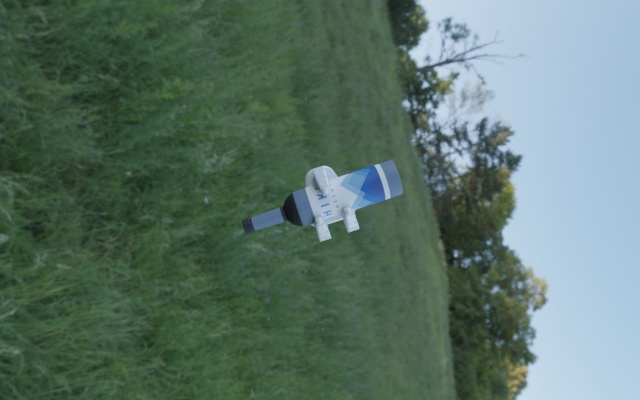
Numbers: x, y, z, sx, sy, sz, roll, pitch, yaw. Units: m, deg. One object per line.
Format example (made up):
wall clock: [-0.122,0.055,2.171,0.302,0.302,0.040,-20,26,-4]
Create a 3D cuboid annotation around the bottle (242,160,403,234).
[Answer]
bottle: [0.000,0.003,0.877,0.296,0.069,0.069,-18,0,-1]
